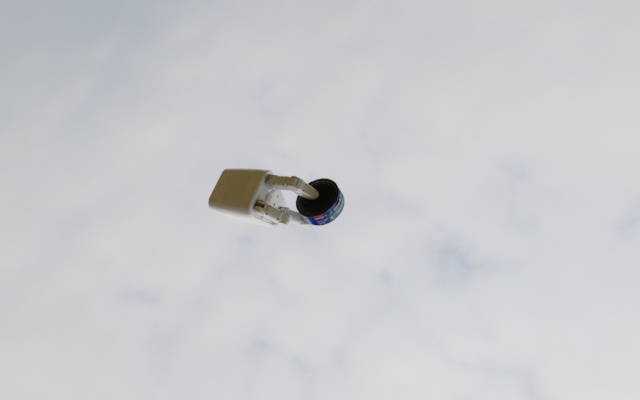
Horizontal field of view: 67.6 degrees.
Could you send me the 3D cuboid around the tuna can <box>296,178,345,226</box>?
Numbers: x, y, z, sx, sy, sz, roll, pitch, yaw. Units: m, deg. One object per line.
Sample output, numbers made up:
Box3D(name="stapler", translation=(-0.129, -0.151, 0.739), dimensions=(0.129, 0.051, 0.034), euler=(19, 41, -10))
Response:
Box3D(name="tuna can", translation=(0.000, 0.003, 0.871), dimensions=(0.086, 0.086, 0.034), euler=(0, -34, 29))
